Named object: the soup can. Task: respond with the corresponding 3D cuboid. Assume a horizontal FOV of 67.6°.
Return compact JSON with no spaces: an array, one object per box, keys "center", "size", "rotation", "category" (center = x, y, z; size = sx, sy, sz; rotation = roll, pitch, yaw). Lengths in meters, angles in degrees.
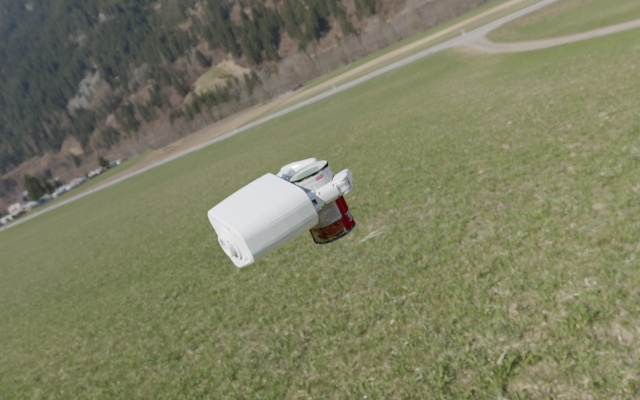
[{"center":[0.000,0.002,0.687],"size":[0.068,0.102,0.068],"rotation":[-23,16,7],"category":"soup can"}]
